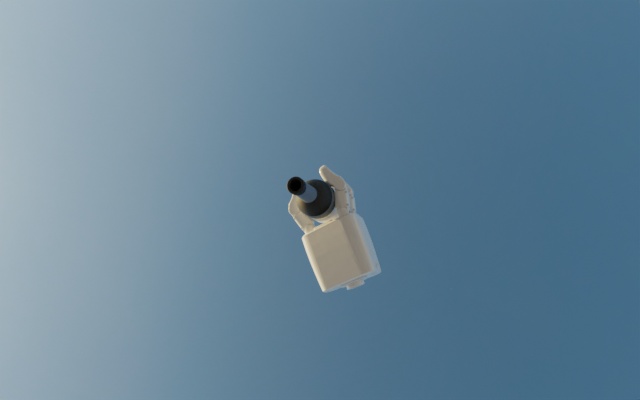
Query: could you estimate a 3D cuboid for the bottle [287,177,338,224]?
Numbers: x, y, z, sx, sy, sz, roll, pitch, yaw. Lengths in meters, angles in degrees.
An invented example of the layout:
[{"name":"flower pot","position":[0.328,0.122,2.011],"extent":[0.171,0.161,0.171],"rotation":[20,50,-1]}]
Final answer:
[{"name":"bottle","position":[0.000,0.003,0.857],"extent":[0.069,0.069,0.296],"rotation":[0,-10,15]}]
